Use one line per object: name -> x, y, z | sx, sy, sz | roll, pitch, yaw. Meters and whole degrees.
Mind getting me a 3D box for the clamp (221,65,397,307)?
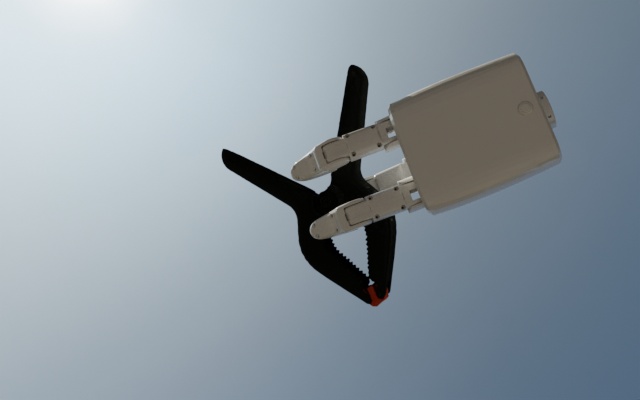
clamp -> 0.001, 0.002, 0.446 | 0.164, 0.210, 0.036 | -23, -8, 20
